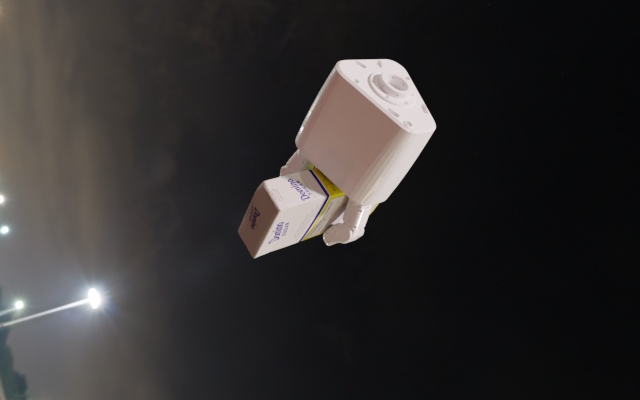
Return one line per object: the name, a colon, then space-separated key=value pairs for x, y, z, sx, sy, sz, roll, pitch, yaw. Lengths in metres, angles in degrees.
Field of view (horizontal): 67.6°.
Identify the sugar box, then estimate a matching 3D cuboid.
sugar box: x=0.000 y=0.001 z=0.546 sx=0.176 sy=0.048 sz=0.093 roll=-14 pitch=-29 yaw=-37
